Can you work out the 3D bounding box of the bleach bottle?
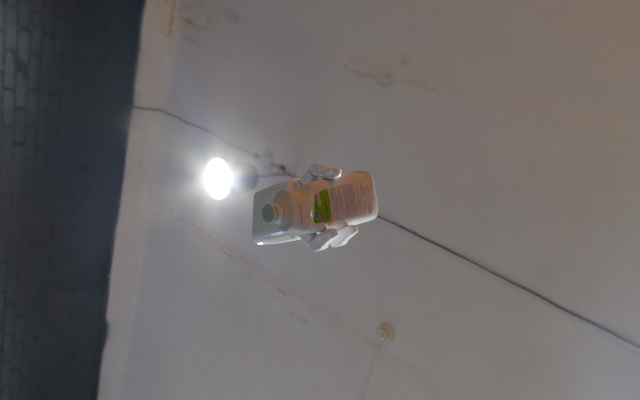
[{"bbox_3d":[0.000,0.003,0.823,0.068,0.102,0.251,-13,-5,41],"label":"bleach bottle"}]
